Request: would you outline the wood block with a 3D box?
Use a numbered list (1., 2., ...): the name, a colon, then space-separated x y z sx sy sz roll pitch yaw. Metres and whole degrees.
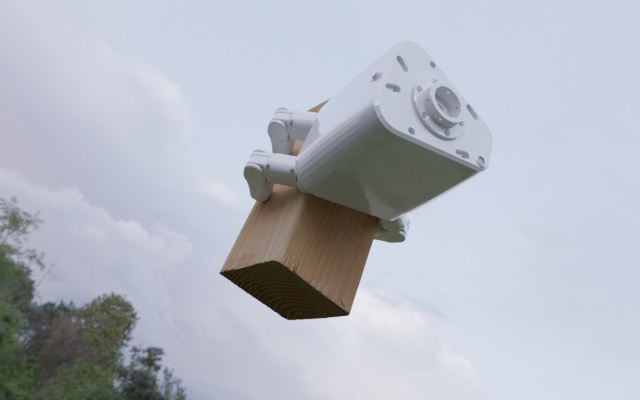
1. wood block: 0.001 0.002 0.466 0.091 0.206 0.090 42 -37 -26
